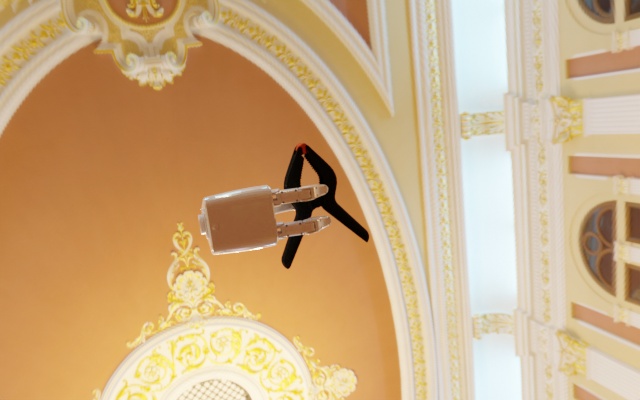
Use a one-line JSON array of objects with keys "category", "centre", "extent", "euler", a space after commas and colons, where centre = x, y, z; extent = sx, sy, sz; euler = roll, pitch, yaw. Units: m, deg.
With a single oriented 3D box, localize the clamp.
[{"category": "clamp", "centre": [0.000, 0.002, 0.828], "extent": [0.164, 0.210, 0.036], "euler": [-10, 10, -18]}]
